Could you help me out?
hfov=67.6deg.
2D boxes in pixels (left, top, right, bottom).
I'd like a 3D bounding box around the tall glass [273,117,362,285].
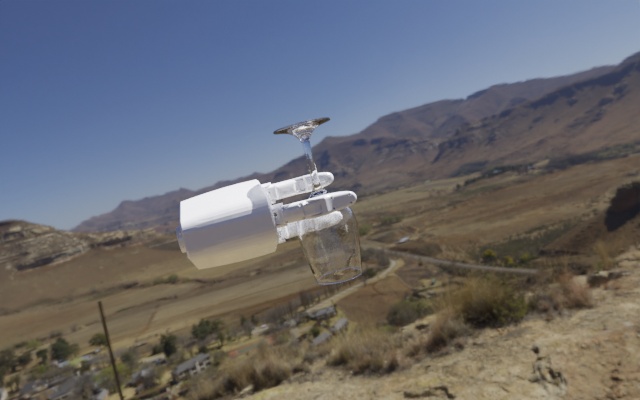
[{"bbox_3d":[0.000,0.001,0.606,0.079,0.201,0.079,-14,3,1],"label":"tall glass"}]
